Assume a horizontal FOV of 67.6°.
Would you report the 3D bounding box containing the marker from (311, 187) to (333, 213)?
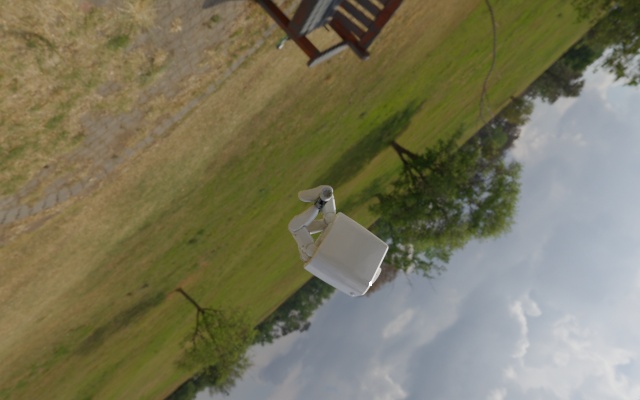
[{"bbox_3d":[0.000,0.003,0.797,0.020,0.020,0.121,0,-13,-10],"label":"marker"}]
